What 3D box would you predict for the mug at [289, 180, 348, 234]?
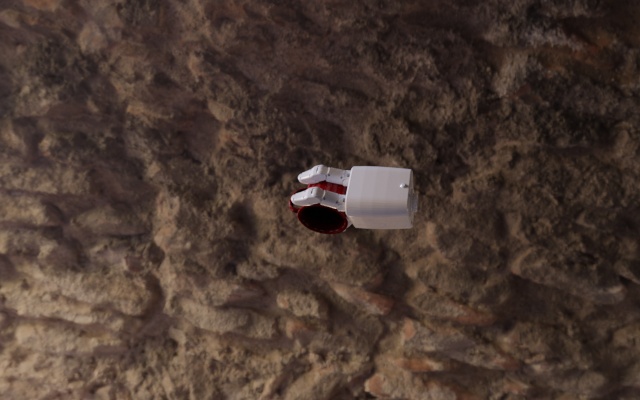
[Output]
[{"bbox_3d":[-0.001,0.003,0.883,0.117,0.081,0.093,3,-36,16],"label":"mug"}]
